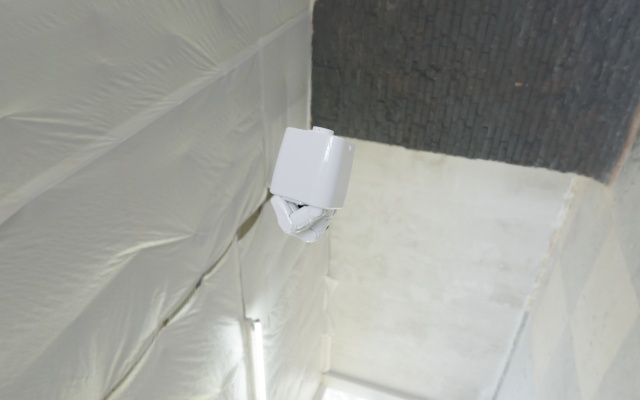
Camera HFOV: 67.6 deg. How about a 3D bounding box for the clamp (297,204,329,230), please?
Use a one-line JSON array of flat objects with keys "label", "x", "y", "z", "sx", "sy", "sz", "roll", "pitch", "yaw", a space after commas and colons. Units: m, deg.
[{"label": "clamp", "x": -0.001, "y": 0.003, "z": 0.837, "sx": 0.039, "sy": 0.120, "sz": 0.171, "roll": 18, "pitch": 6, "yaw": 14}]
